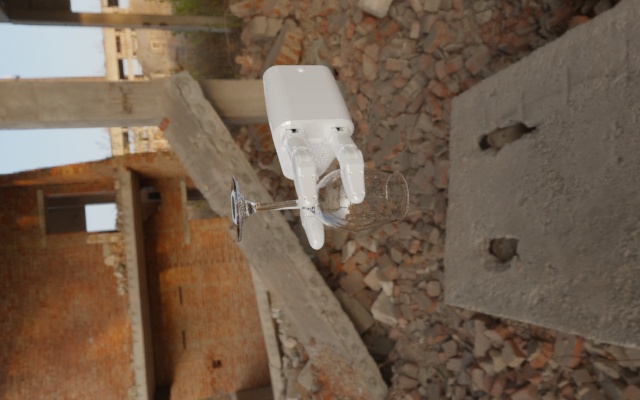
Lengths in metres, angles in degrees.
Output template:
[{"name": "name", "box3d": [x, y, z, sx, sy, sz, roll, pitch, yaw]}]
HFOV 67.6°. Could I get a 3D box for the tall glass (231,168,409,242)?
[{"name": "tall glass", "box3d": [-0.001, 0.002, 0.561, 0.201, 0.079, 0.079, -4, 1, -16]}]
